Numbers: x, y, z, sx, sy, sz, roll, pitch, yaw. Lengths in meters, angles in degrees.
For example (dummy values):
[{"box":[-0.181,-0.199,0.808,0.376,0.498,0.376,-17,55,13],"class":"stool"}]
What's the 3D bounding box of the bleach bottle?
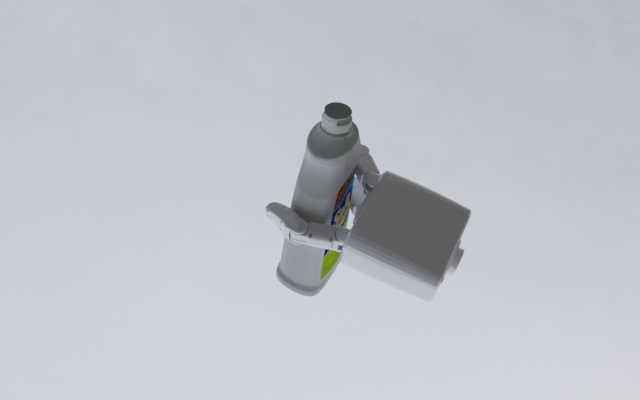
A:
[{"box":[0.000,0.002,0.556,0.068,0.251,0.102,26,49,16],"class":"bleach bottle"}]
